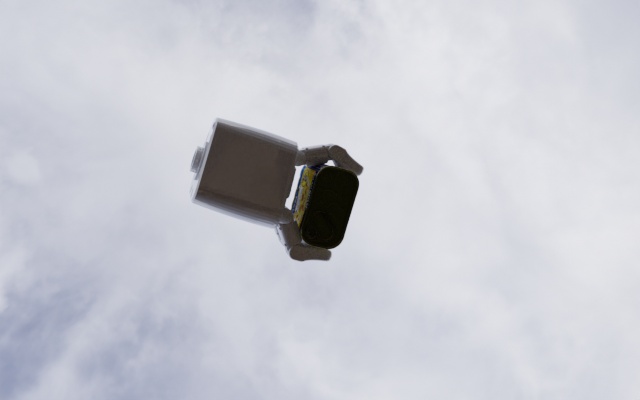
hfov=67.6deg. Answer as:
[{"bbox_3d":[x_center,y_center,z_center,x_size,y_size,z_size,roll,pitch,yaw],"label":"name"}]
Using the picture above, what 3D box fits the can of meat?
[{"bbox_3d":[0.000,0.002,0.620,0.057,0.102,0.084,14,6,-20],"label":"can of meat"}]
